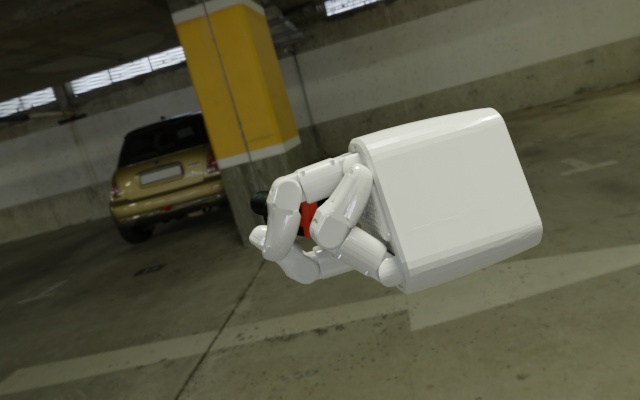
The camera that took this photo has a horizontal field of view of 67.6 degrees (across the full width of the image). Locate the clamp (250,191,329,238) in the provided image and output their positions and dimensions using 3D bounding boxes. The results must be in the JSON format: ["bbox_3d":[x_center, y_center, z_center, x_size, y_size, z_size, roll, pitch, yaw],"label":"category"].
[{"bbox_3d":[0.000,0.001,0.426,0.120,0.039,0.171,-16,11,-9],"label":"clamp"}]
